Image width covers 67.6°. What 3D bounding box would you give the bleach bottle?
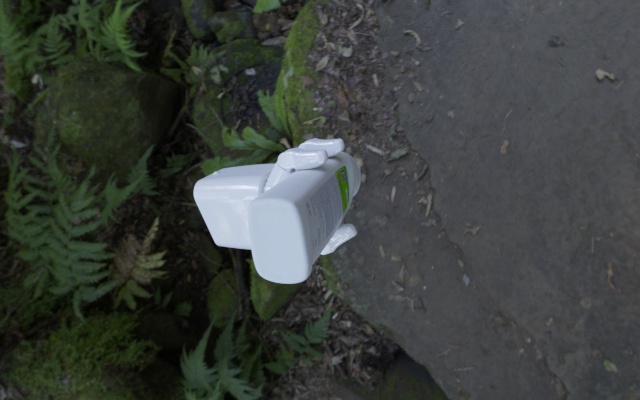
[{"bbox_3d":[0.000,0.002,0.606,0.068,0.102,0.250,1,20,23],"label":"bleach bottle"}]
